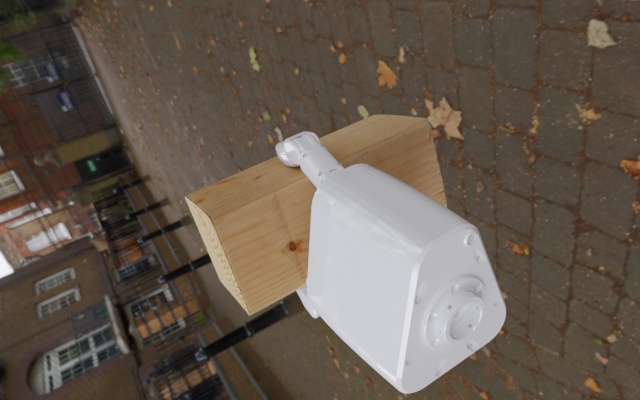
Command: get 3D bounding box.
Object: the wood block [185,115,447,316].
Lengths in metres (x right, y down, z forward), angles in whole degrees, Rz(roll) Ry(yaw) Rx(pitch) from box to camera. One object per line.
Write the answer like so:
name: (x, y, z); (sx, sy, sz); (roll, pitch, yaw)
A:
wood block: (0.000, 0.001, 0.429); (0.206, 0.091, 0.090); (-26, 22, -21)
